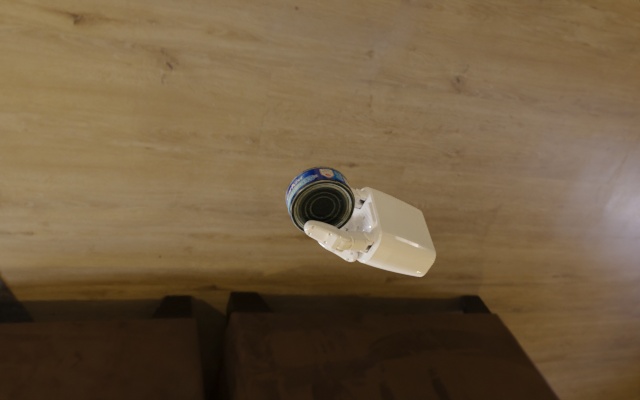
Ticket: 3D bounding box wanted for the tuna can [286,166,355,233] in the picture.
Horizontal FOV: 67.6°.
[{"bbox_3d":[0.000,0.002,0.607,0.086,0.086,0.033,0,32,-13],"label":"tuna can"}]
